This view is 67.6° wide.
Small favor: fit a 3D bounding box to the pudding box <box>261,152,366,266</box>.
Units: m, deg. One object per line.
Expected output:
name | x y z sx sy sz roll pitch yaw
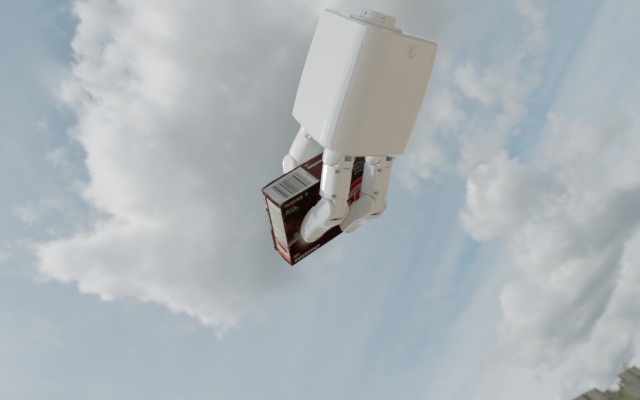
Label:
pudding box | 0.000 0.001 0.489 0.113 0.090 0.039 -30 48 -22
